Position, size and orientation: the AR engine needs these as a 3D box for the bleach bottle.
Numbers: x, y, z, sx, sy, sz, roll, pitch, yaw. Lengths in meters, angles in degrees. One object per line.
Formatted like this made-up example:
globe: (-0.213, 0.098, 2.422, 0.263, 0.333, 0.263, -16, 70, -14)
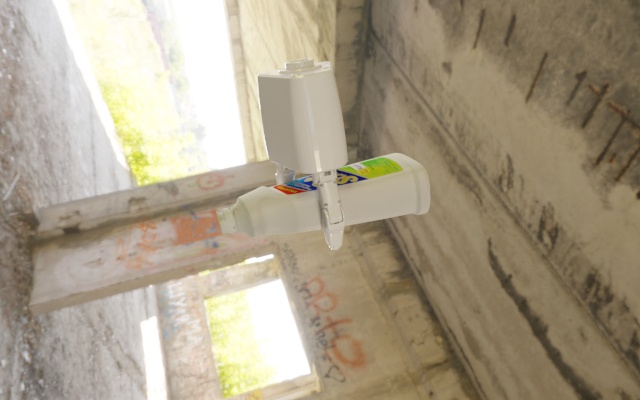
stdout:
bleach bottle: (0.000, 0.002, 0.591, 0.251, 0.068, 0.102, -13, 23, -13)
